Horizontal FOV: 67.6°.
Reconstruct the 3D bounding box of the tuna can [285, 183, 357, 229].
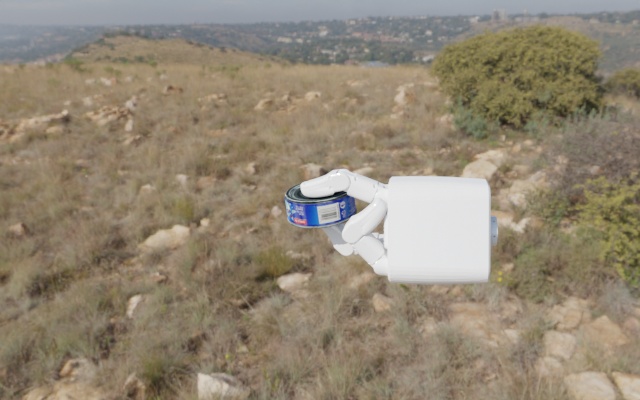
[{"bbox_3d":[0.000,0.001,0.579,0.086,0.034,0.086,-7,20,2],"label":"tuna can"}]
